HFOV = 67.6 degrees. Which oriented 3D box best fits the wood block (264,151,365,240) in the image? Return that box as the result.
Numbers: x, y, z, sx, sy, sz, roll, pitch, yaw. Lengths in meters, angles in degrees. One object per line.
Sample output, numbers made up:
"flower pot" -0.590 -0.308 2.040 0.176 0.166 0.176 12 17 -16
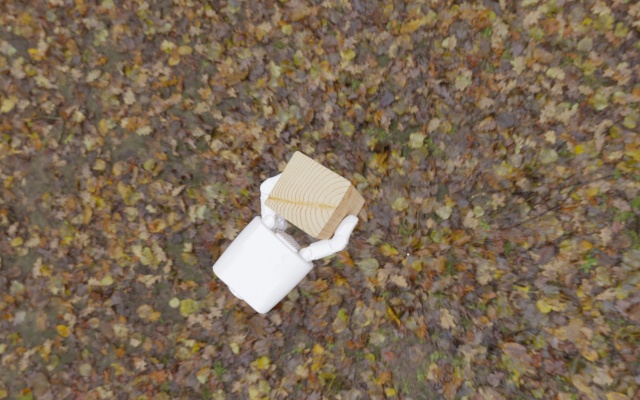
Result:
"wood block" 0.000 0.003 0.740 0.091 0.090 0.206 32 0 12
